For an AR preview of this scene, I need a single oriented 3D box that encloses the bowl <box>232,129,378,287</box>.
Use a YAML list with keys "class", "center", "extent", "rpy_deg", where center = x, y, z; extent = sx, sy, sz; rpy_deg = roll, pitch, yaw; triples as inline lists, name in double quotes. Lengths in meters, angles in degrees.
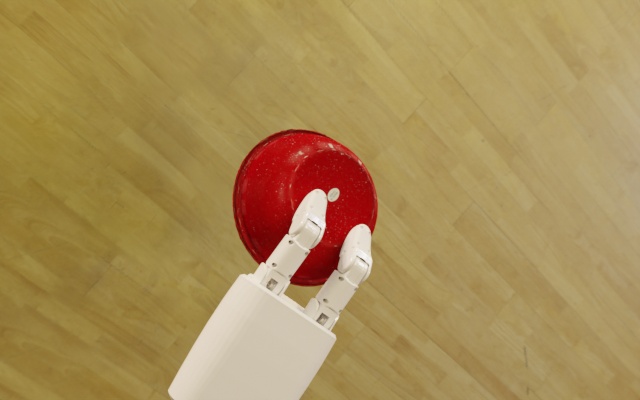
- class: "bowl"
  center: [0.001, 0.000, 0.464]
  extent: [0.162, 0.162, 0.055]
  rpy_deg: [0, -10, -30]
